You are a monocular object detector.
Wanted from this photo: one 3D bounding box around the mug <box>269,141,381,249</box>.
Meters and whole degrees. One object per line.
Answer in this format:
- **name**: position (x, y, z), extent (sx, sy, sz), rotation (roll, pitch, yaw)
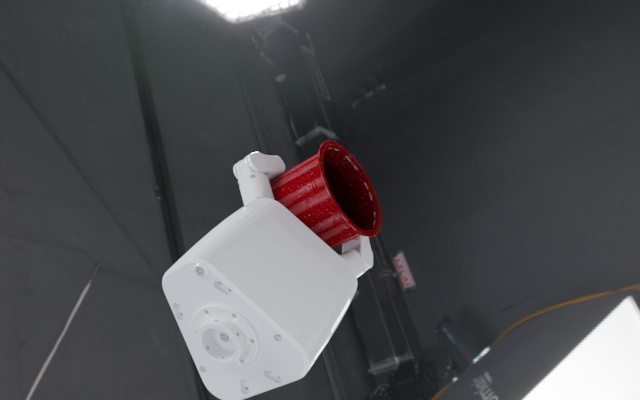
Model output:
- **mug**: position (0.000, 0.001, 0.447), extent (0.081, 0.093, 0.117), rotation (-28, 8, 27)
